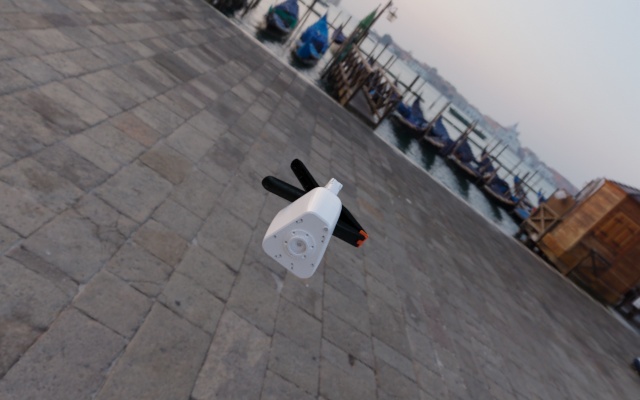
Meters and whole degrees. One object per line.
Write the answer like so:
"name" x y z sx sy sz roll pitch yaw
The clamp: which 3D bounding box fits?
"clamp" 0.001 0.003 0.869 0.210 0.036 0.164 38 24 -5
